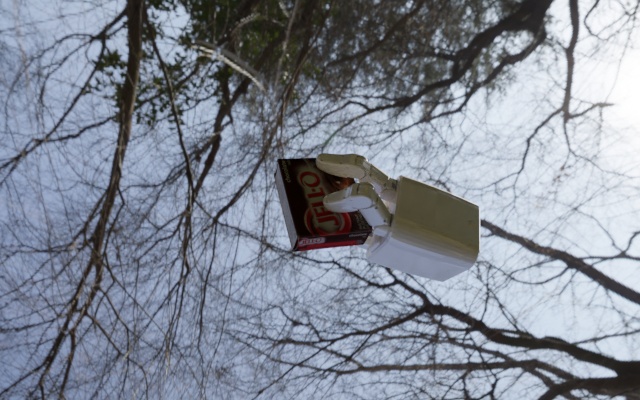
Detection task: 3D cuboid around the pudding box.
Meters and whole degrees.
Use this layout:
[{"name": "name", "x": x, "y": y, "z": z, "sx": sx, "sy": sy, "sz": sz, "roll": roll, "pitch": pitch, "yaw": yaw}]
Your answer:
[{"name": "pudding box", "x": 0.000, "y": 0.002, "z": 0.561, "sx": 0.090, "sy": 0.113, "sz": 0.039, "roll": -4, "pitch": -36, "yaw": -21}]
